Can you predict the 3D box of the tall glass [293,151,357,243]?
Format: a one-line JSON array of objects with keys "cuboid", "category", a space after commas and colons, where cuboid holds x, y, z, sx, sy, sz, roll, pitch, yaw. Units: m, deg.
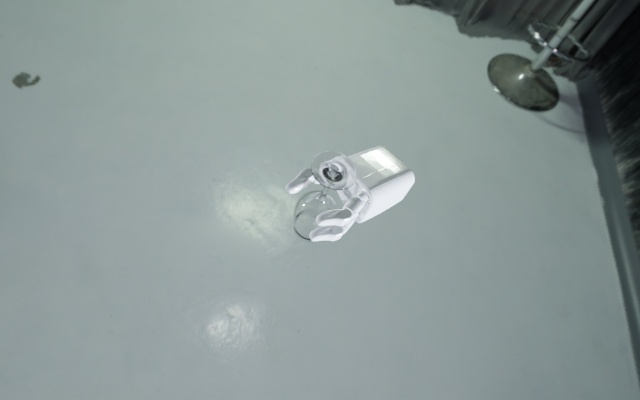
[{"cuboid": [0.000, 0.002, 0.828, 0.079, 0.079, 0.201, 0, -31, -15], "category": "tall glass"}]
